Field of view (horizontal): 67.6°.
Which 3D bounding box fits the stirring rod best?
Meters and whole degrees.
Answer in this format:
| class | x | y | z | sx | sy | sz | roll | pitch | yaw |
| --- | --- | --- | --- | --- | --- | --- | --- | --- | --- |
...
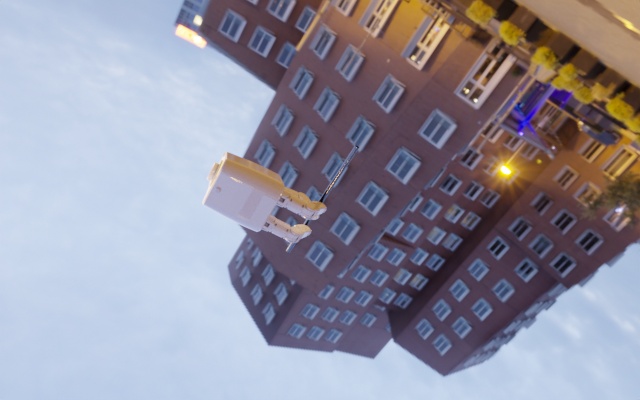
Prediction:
| class | x | y | z | sx | sy | sz | roll | pitch | yaw |
| --- | --- | --- | --- | --- | --- | --- | --- | --- | --- |
| stirring rod | 0.000 | 0.003 | 0.838 | 0.011 | 0.240 | 0.011 | 27 | 25 | -14 |
